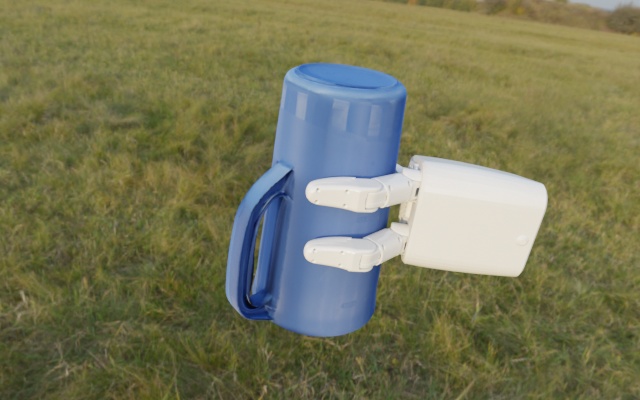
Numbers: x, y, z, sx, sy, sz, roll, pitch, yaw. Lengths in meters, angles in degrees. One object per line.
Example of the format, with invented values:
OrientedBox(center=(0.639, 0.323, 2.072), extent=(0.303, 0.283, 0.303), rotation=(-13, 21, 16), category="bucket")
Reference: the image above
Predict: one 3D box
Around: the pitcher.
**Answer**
OrientedBox(center=(0.000, 0.002, 0.457), extent=(0.145, 0.243, 0.149), rotation=(9, 26, 3), category="pitcher")
